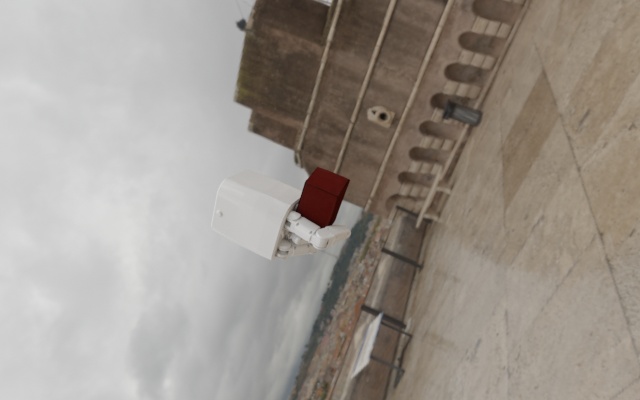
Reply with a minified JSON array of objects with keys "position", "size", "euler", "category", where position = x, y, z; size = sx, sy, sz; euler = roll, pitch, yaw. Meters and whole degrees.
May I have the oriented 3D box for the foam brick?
[{"position":[0.000,0.002,0.674],"size":[0.051,0.078,0.053],"euler":[25,35,9],"category":"foam brick"}]
